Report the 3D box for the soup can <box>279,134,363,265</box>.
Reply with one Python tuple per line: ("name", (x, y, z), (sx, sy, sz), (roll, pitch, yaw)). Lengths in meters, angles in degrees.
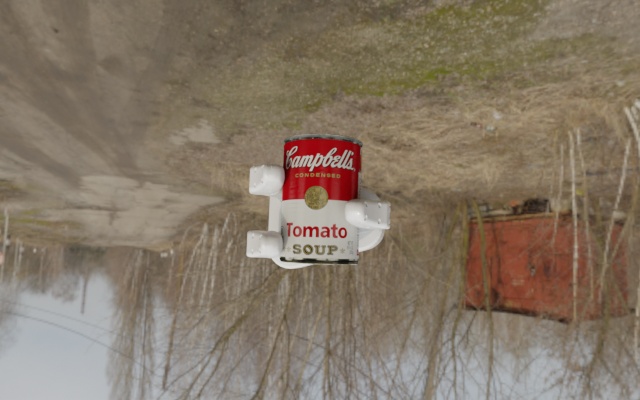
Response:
("soup can", (0.000, 0.002, 0.401), (0.068, 0.102, 0.068), (2, -5, 0))
